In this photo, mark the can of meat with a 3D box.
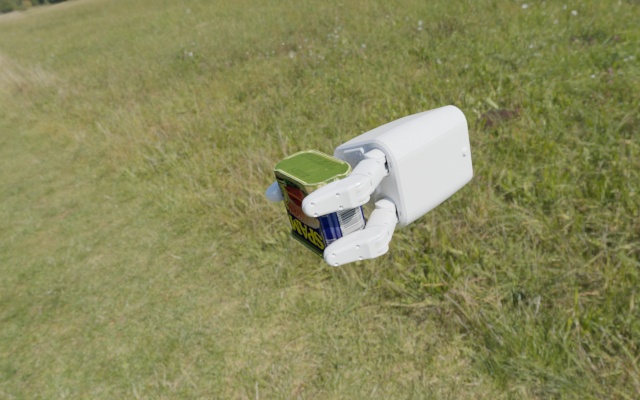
[{"bbox_3d":[0.000,0.001,0.484,0.057,0.084,0.102,-27,28,-22],"label":"can of meat"}]
